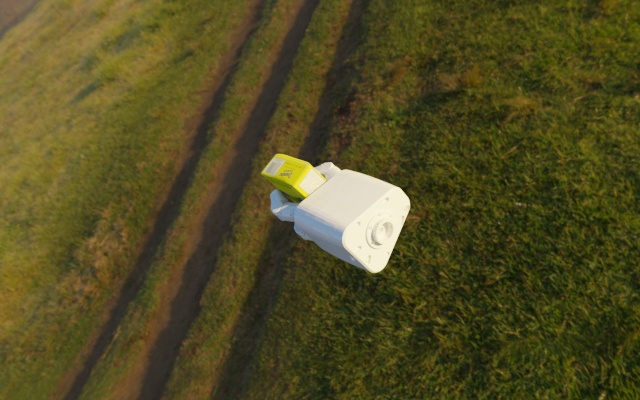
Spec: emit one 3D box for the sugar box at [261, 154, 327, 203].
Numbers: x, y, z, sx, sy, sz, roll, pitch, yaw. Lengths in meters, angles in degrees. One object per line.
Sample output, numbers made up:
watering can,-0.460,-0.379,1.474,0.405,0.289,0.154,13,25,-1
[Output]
sugar box,0.000,0.003,0.719,0.176,0.048,0.093,45,-13,-36
